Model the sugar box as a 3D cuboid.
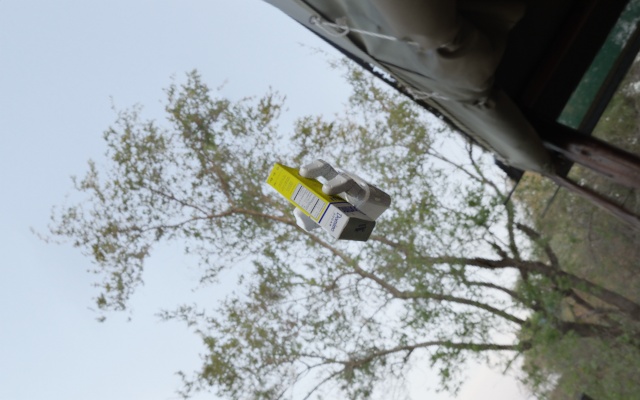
[{"bbox_3d":[0.000,0.002,0.784,0.176,0.048,0.093,34,12,32],"label":"sugar box"}]
